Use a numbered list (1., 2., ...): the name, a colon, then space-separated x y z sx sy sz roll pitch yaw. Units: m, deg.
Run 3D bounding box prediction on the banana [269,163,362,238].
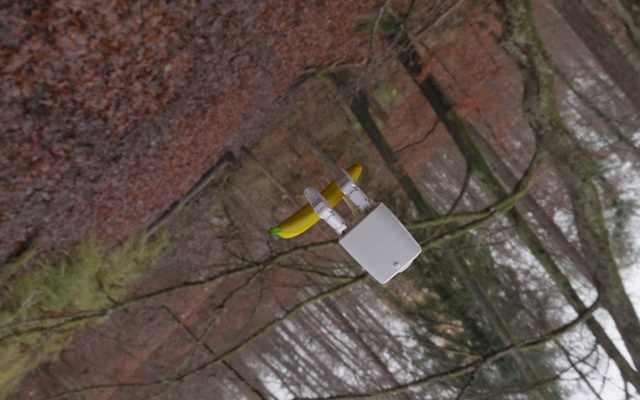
1. banana: -0.003 0.009 0.844 0.198 0.037 0.070 -39 -7 -10
